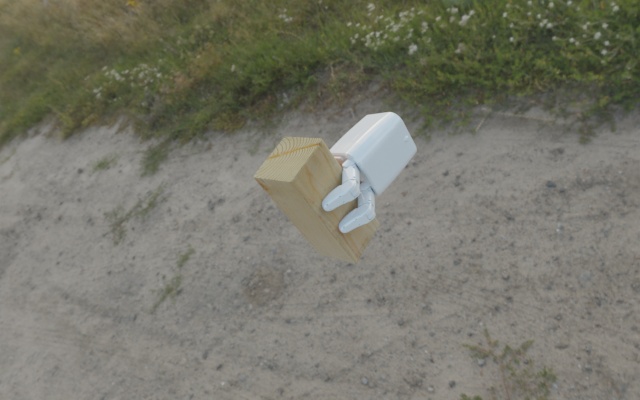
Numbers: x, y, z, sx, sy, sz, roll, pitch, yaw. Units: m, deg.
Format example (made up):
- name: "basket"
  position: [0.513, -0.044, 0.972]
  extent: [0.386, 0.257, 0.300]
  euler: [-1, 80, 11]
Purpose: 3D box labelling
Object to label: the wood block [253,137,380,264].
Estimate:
- name: "wood block"
  position: [0.000, 0.002, 0.774]
  extent: [0.091, 0.090, 0.206]
  euler: [10, -33, 45]
